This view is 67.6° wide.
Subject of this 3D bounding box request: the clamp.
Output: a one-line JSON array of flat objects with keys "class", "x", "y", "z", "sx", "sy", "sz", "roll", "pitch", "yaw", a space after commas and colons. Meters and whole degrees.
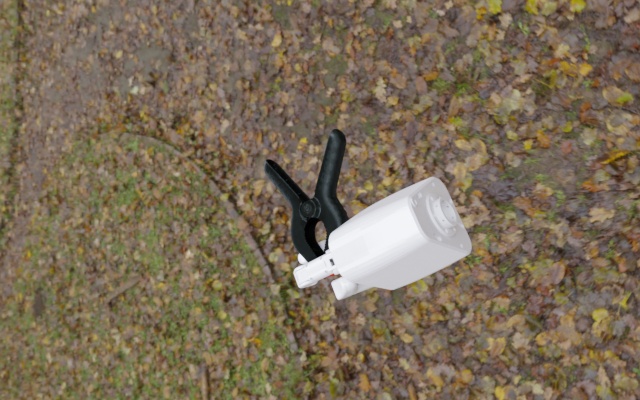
[{"class": "clamp", "x": 0.000, "y": 0.002, "z": 0.571, "sx": 0.120, "sy": 0.171, "sz": 0.039, "roll": -31, "pitch": -17, "yaw": 34}]
